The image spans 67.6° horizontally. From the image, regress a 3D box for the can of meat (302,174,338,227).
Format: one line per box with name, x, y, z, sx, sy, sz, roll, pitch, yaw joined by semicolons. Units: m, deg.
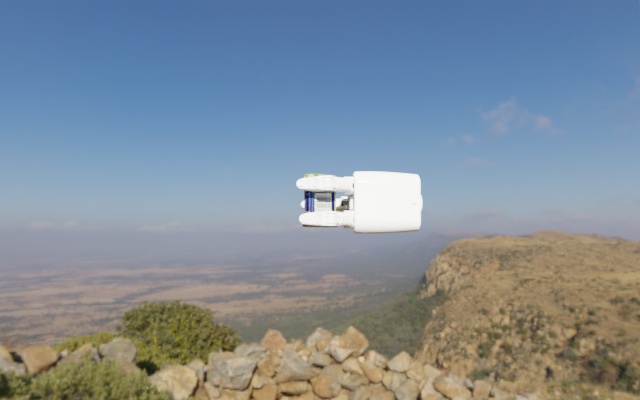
can of meat;0.000;0.002;0.795;0.057;0.084;0.102;0;-3;1
